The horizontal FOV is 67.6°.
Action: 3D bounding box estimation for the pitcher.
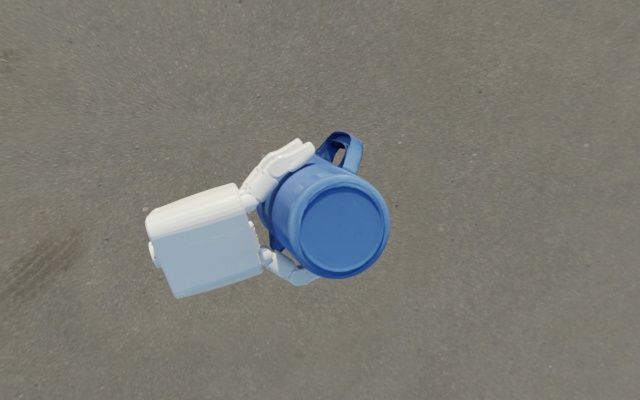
[{"bbox_3d":[0.000,0.002,0.585,0.145,0.149,0.243,-16,11,-10],"label":"pitcher"}]
